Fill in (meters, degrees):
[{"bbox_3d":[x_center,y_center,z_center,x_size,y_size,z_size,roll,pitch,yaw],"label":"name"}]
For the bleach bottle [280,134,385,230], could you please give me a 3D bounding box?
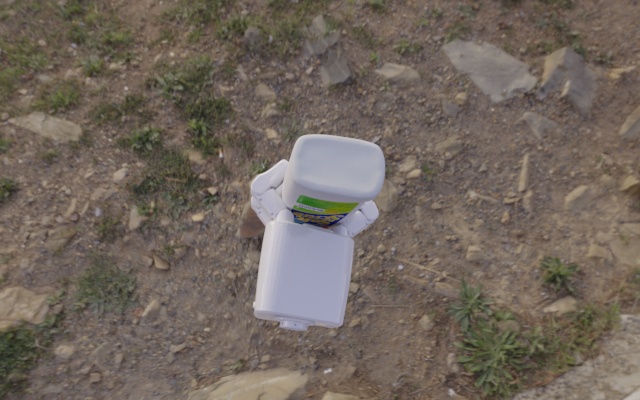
[{"bbox_3d":[0.000,0.002,0.605,0.102,0.068,0.251,9,-19,-5],"label":"bleach bottle"}]
